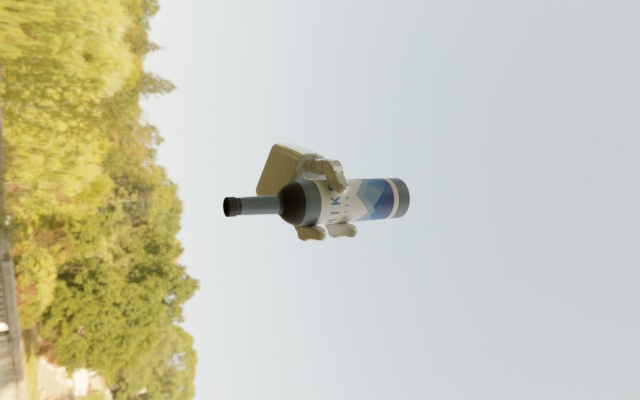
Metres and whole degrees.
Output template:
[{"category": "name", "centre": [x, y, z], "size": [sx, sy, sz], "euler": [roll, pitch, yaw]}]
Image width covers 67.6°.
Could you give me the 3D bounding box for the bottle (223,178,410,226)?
[{"category": "bottle", "centre": [0.000, 0.002, 0.709], "size": [0.296, 0.069, 0.069], "euler": [-3, 1, -31]}]
